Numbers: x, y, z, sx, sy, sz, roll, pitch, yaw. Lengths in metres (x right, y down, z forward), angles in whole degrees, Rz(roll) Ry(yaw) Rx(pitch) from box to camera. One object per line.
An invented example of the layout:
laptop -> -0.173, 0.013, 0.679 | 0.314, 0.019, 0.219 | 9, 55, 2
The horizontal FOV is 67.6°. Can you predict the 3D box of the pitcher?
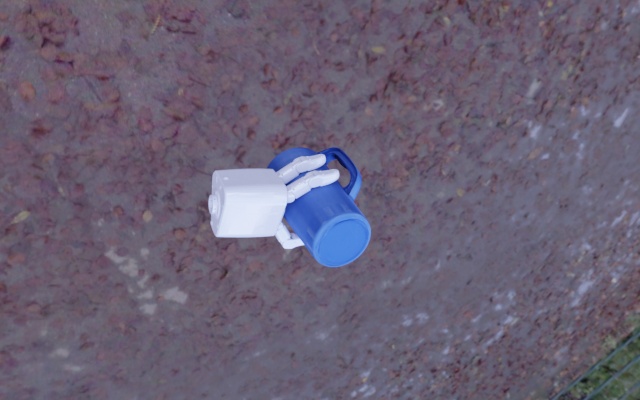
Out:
pitcher -> 0.000, 0.003, 0.872 | 0.145, 0.149, 0.242 | -1, 30, -26
